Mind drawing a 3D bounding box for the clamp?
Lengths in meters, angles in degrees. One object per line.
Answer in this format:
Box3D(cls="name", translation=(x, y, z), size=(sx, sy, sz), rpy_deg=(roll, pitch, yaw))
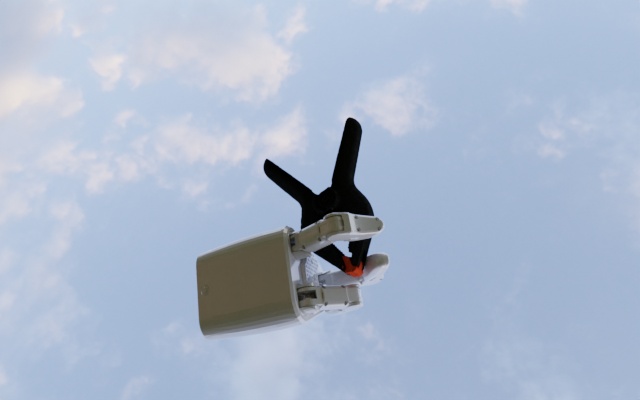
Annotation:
Box3D(cls="clamp", translation=(0.000, 0.002, 0.509), size=(0.120, 0.171, 0.039), rpy_deg=(-19, -27, 22))
